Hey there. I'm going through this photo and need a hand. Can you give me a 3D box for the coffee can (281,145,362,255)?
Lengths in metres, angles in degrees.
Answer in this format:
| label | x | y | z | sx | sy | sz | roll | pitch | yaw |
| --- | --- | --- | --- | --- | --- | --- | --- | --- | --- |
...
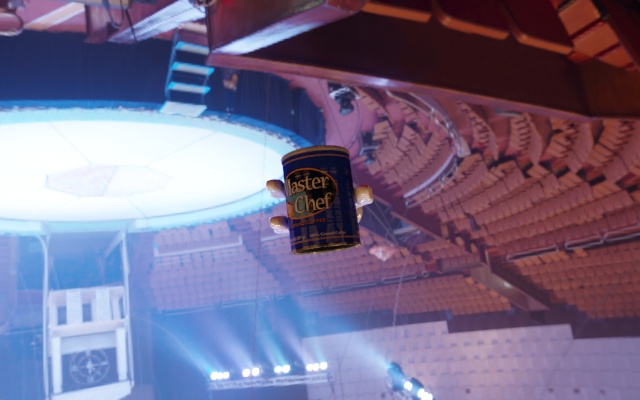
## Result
| label | x | y | z | sx | sy | sz | roll | pitch | yaw |
| --- | --- | --- | --- | --- | --- | --- | --- | --- | --- |
| coffee can | 0.000 | 0.002 | 0.693 | 0.103 | 0.140 | 0.103 | -6 | -11 | -1 |
